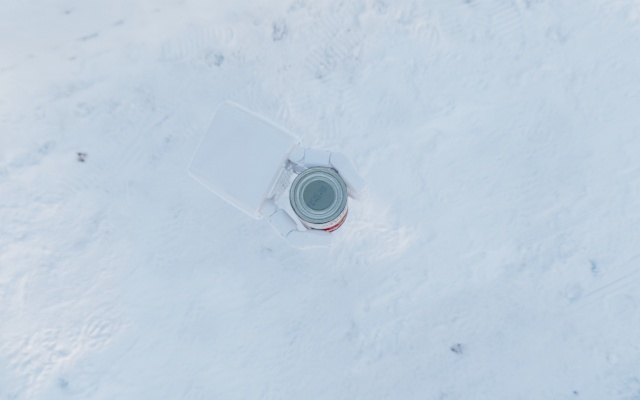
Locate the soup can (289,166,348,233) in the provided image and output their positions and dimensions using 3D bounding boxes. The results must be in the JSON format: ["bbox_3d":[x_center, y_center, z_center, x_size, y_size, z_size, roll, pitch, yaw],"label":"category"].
[{"bbox_3d":[0.000,0.002,0.581,0.068,0.068,0.102,0,-10,3],"label":"soup can"}]
